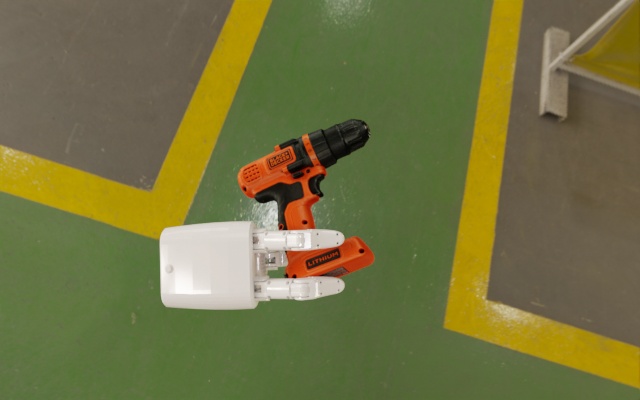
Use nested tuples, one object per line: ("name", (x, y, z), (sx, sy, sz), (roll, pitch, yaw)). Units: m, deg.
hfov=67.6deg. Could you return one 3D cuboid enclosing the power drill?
("power drill", (0.000, 0.002, 0.597), (0.184, 0.187, 0.057), (-25, -25, 10))
